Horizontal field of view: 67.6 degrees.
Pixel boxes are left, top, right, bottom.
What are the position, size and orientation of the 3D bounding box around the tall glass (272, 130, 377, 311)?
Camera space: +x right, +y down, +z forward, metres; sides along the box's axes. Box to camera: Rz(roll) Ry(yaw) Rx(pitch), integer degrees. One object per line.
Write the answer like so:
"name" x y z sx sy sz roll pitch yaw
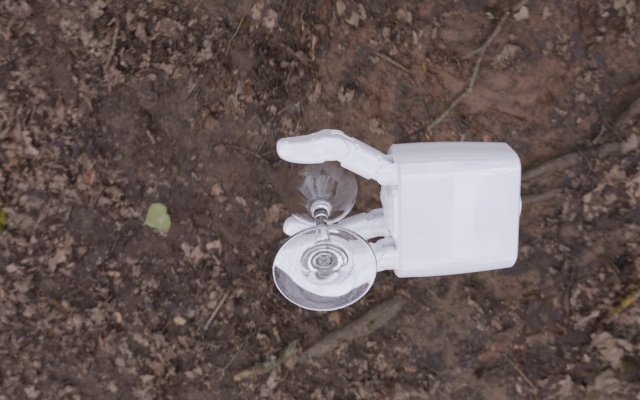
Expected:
"tall glass" 0.000 0.002 0.422 0.079 0.079 0.201 0 29 -3
